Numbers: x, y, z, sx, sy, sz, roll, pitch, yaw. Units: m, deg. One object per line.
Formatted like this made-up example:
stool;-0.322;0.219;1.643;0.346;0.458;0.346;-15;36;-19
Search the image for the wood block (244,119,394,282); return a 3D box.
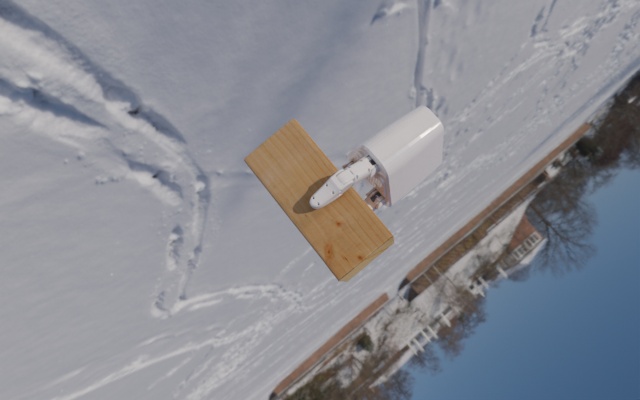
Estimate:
wood block;0.000;0.002;0.653;0.090;0.206;0.091;-40;-14;1
